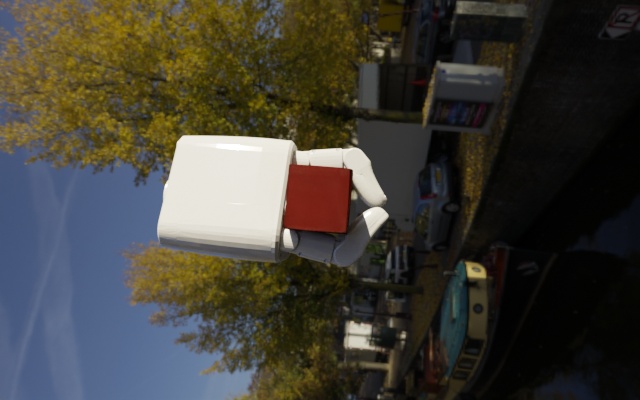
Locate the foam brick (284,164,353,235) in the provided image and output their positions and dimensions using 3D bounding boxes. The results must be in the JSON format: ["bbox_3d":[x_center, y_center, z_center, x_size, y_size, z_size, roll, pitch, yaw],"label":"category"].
[{"bbox_3d":[0.000,0.001,0.408,0.051,0.053,0.078,5,-4,4],"label":"foam brick"}]
